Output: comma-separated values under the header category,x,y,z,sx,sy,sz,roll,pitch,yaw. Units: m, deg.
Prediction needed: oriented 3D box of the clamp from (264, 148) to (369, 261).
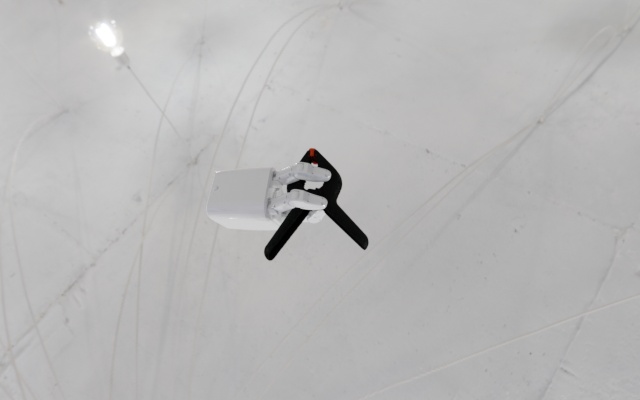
category,x,y,z,sx,sy,sz,roll,pitch,yaw
clamp,0.000,0.003,0.788,0.164,0.209,0.036,-1,-33,11
